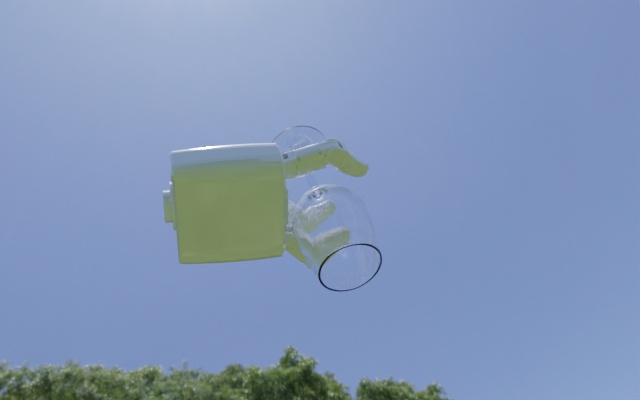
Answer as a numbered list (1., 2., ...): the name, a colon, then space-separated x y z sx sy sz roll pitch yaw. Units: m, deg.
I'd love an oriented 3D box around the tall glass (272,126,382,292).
1. tall glass: 0.000 0.001 0.507 0.079 0.079 0.201 0 37 -21
